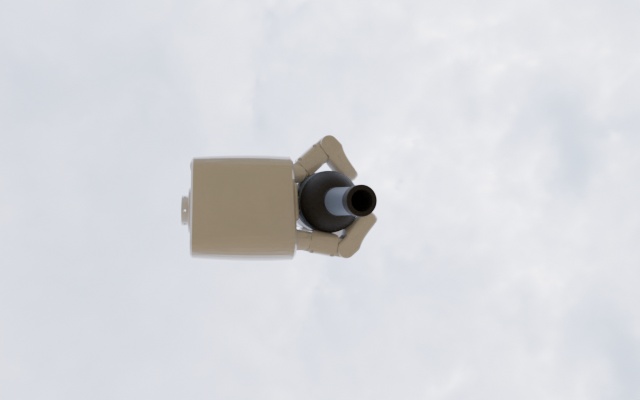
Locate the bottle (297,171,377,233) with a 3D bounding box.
[{"bbox_3d":[0.000,0.002,0.542,0.069,0.069,0.296,0,-1,-14],"label":"bottle"}]
